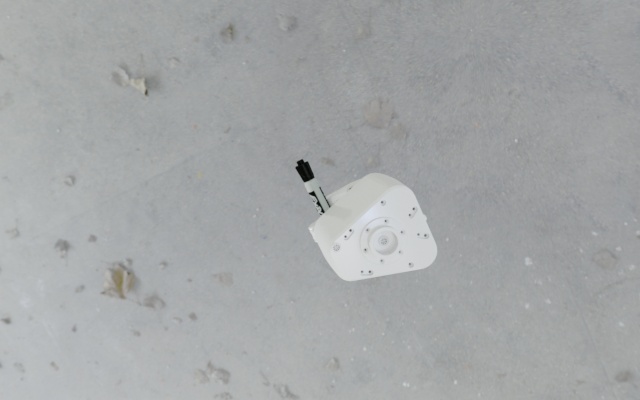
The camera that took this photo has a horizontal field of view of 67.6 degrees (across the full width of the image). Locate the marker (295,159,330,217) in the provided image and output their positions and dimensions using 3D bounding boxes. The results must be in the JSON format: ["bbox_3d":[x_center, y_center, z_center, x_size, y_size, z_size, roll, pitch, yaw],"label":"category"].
[{"bbox_3d":[0.000,0.002,0.617,0.020,0.121,0.020,-26,10,5],"label":"marker"}]
